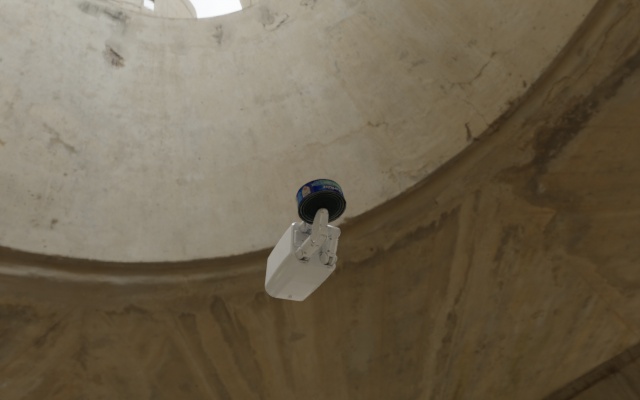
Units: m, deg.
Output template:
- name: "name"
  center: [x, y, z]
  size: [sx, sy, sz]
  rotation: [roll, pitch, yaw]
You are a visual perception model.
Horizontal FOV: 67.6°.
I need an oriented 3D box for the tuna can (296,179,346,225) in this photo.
- name: "tuna can"
  center: [0.000, 0.002, 0.835]
  size: [0.086, 0.033, 0.086]
  rotation: [-8, -43, -7]
